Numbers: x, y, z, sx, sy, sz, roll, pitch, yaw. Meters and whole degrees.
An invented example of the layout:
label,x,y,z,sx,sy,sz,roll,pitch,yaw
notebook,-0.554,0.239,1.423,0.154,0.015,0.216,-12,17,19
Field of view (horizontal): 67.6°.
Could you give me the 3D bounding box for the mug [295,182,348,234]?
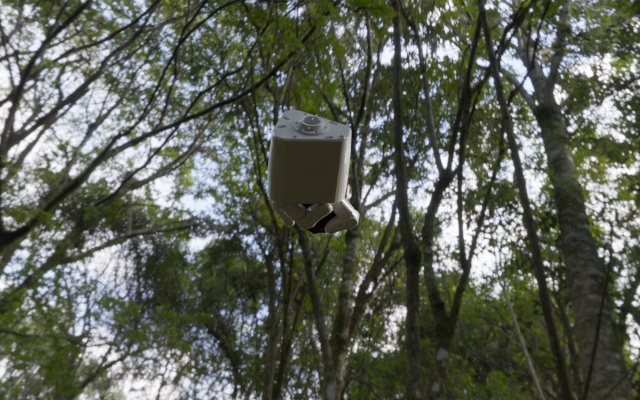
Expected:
label,x,y,z,sx,sy,sz,roll,pitch,yaw
mug,0.000,0.004,0.798,0.093,0.117,0.081,10,38,5
